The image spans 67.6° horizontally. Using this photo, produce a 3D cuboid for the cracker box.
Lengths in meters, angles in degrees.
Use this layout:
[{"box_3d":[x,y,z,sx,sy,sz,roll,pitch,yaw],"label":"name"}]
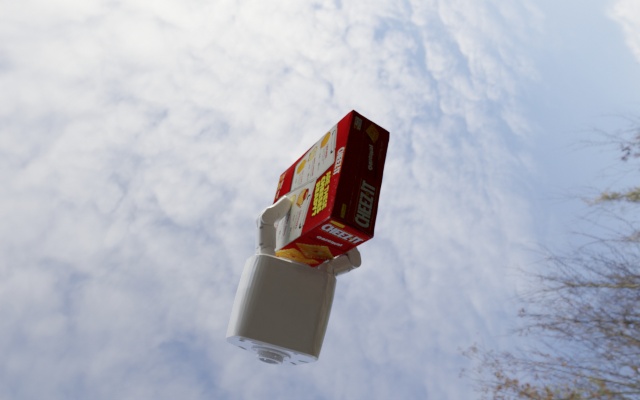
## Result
[{"box_3d":[0.000,0.002,0.659,0.072,0.164,0.214,25,-32,-21],"label":"cracker box"}]
